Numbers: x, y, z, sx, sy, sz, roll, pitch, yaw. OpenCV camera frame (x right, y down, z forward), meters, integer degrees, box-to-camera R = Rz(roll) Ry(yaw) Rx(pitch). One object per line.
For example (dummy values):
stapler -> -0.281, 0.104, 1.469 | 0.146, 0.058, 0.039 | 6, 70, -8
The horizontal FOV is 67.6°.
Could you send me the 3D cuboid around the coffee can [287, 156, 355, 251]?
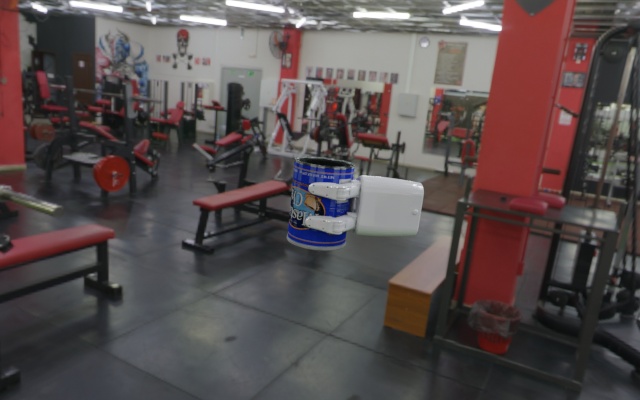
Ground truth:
coffee can -> 0.000, 0.003, 0.811 | 0.103, 0.140, 0.102 | 6, 13, -1
